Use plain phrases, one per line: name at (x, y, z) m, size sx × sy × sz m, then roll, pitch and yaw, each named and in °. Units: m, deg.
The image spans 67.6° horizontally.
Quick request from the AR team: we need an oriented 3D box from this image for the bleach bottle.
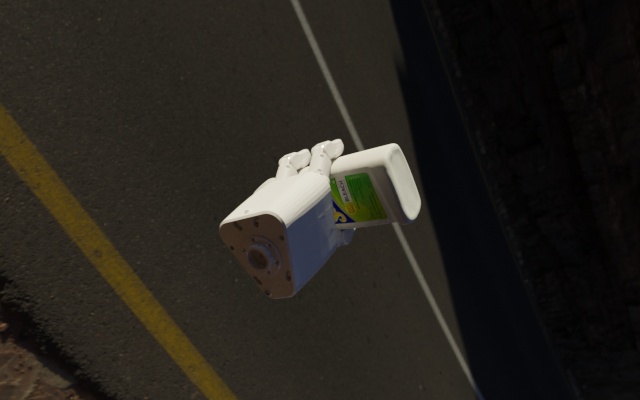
bleach bottle at (0.000, 0.002, 0.649) m, size 0.251 × 0.102 × 0.068 m, roll -14°, pitch 18°, yaw 32°
